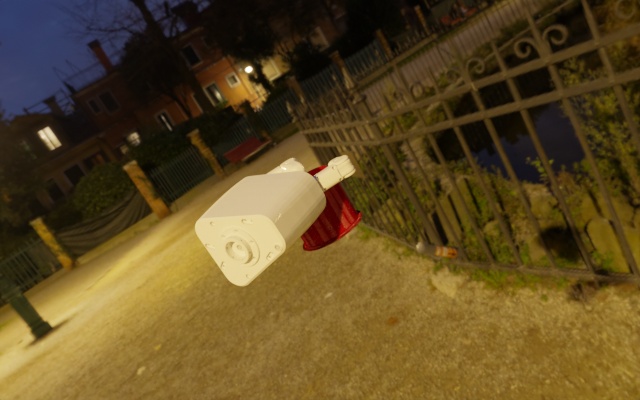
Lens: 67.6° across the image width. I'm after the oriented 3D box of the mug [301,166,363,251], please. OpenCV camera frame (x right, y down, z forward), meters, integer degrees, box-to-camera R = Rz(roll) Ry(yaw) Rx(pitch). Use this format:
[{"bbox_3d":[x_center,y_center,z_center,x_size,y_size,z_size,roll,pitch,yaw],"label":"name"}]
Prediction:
[{"bbox_3d":[0.001,0.001,0.642,0.093,0.081,0.117,-23,16,32],"label":"mug"}]
